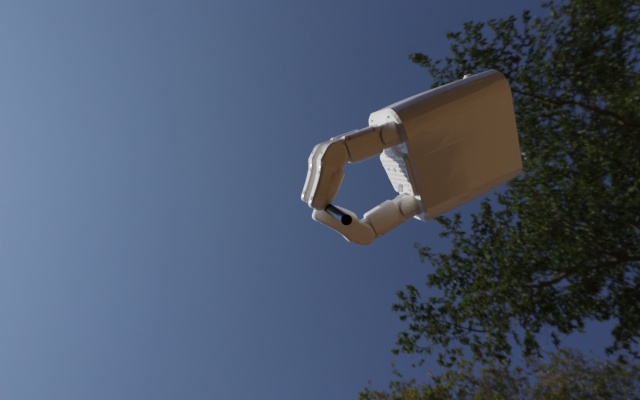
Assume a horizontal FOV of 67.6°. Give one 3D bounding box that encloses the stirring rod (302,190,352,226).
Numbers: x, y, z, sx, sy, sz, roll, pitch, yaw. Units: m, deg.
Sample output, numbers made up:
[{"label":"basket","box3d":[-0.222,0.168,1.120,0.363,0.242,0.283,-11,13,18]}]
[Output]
[{"label":"stirring rod","box3d":[0.000,0.001,0.455,0.011,0.011,0.239,0,6,-9]}]
